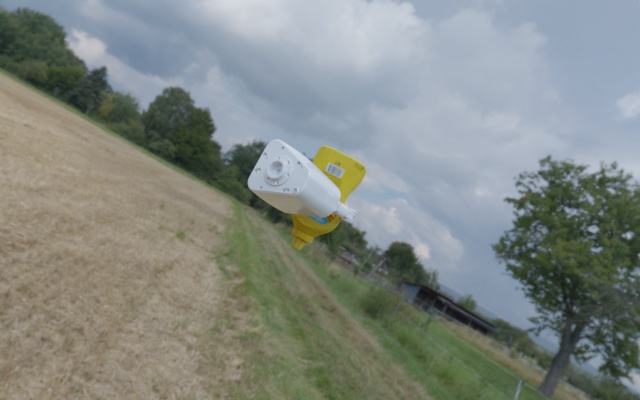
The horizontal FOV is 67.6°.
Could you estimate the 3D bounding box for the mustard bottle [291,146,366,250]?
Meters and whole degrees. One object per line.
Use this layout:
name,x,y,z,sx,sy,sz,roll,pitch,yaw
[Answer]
mustard bottle,0.000,0.003,0.872,0.096,0.191,0.058,28,-4,9
